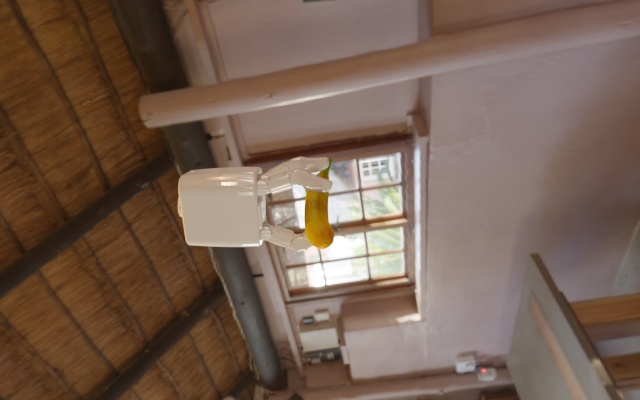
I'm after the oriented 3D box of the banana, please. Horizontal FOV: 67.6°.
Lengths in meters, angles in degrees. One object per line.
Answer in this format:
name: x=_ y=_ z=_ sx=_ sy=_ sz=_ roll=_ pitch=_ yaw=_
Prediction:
banana: x=-0.003 y=0.015 z=0.675 sx=0.037 sy=0.070 sz=0.197 roll=7 pitch=35 yaw=-6
